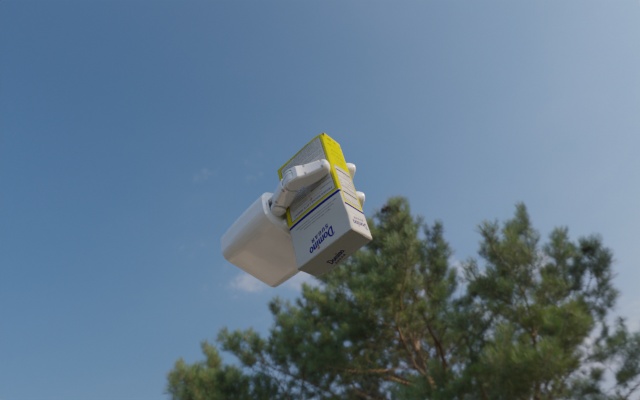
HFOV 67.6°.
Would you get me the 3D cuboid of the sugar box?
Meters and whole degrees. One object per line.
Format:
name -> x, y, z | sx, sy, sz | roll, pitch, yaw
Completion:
sugar box -> 0.000, 0.002, 0.622 | 0.093, 0.176, 0.048 | -39, -44, 25
